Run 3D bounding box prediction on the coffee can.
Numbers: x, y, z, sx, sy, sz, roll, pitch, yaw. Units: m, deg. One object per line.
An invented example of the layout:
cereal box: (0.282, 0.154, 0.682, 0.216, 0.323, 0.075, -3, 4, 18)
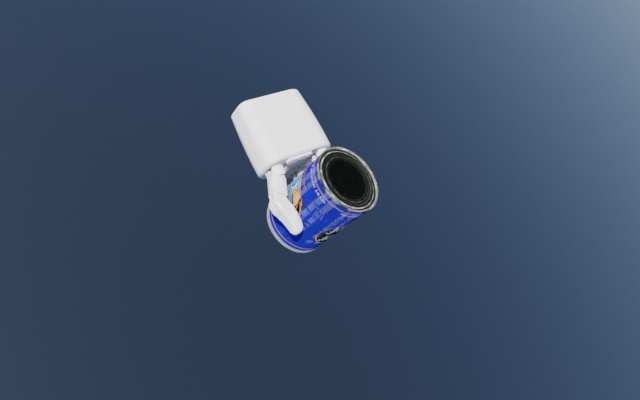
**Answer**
coffee can: (0.000, 0.003, 0.694, 0.103, 0.102, 0.140, 0, -28, -39)
